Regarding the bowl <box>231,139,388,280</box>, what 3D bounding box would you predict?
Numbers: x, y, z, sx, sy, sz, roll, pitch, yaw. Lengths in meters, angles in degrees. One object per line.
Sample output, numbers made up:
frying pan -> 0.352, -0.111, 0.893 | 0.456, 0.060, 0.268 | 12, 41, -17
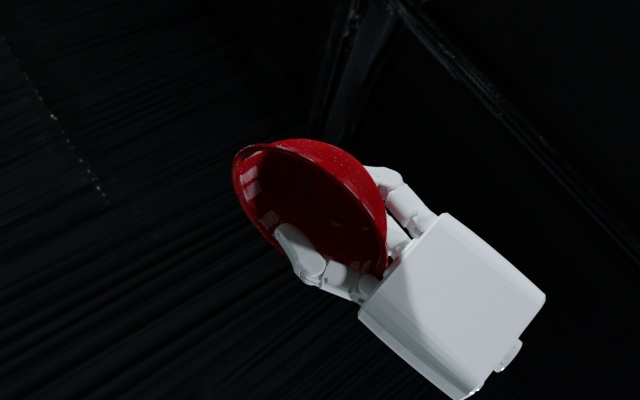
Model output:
bowl -> -0.001, 0.000, 0.425 | 0.162, 0.162, 0.055 | 0, 41, 46
